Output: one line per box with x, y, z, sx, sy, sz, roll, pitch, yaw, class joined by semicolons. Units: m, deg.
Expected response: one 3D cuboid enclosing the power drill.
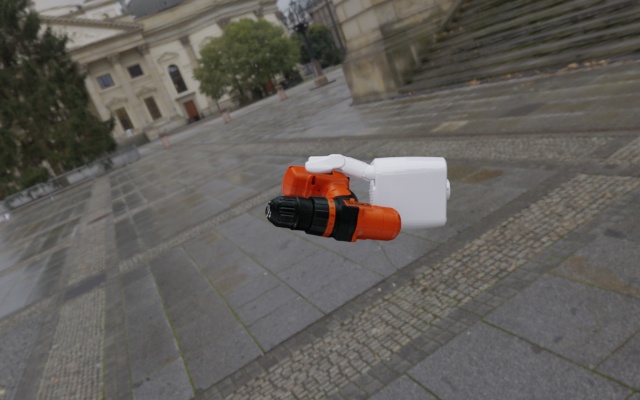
0.000;0.002;0.682;0.184;0.057;0.187;9;17;-20;power drill
